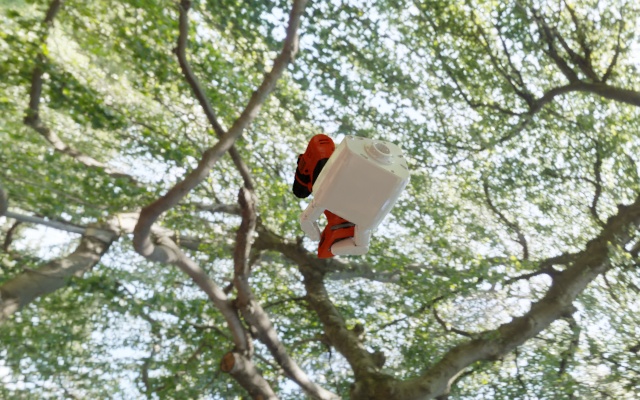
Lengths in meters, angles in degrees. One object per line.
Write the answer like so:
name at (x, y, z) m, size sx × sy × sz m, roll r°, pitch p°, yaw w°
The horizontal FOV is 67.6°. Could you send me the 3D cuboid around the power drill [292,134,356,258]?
power drill at (0.000, 0.003, 0.846) m, size 0.057 × 0.187 × 0.184 m, roll -10°, pitch -25°, yaw -20°
